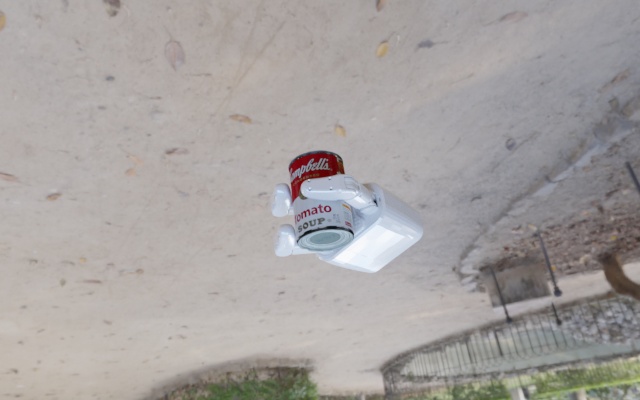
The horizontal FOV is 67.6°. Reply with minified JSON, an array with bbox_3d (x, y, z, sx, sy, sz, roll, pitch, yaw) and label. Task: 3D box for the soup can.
[{"bbox_3d":[0.000,0.002,0.563,0.068,0.102,0.068,-6,-27,-3],"label":"soup can"}]
